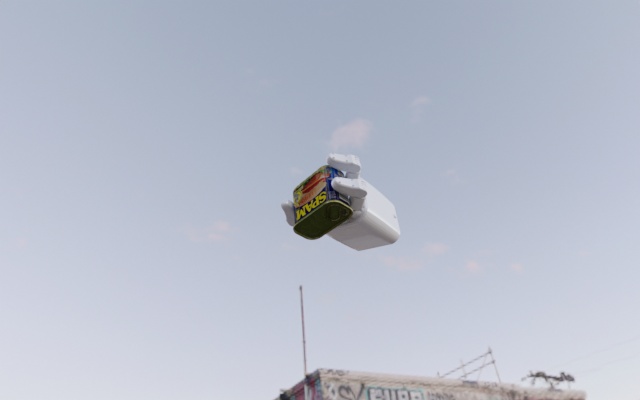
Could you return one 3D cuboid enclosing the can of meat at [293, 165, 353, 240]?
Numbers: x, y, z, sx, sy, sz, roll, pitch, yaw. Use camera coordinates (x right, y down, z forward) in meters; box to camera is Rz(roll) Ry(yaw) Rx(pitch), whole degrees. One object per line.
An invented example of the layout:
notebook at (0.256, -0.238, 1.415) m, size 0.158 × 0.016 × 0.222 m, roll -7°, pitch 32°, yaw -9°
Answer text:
can of meat at (0.000, 0.002, 0.790) m, size 0.057 × 0.083 × 0.102 m, roll 30°, pitch -52°, yaw -35°
